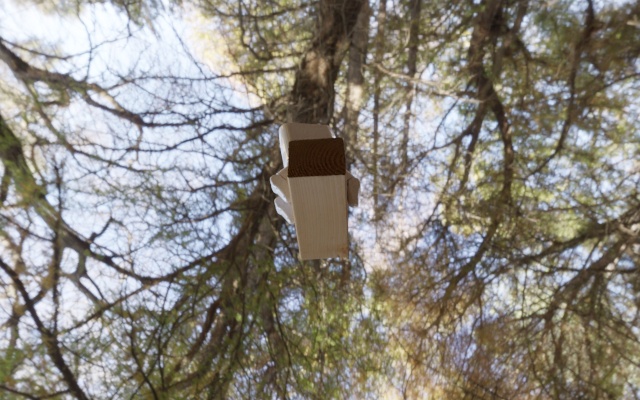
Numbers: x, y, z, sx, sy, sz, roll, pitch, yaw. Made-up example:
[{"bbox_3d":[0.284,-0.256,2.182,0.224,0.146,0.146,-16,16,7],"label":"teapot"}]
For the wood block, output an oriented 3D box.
[{"bbox_3d":[0.000,0.002,0.814,0.091,0.090,0.206,-4,-43,2],"label":"wood block"}]
